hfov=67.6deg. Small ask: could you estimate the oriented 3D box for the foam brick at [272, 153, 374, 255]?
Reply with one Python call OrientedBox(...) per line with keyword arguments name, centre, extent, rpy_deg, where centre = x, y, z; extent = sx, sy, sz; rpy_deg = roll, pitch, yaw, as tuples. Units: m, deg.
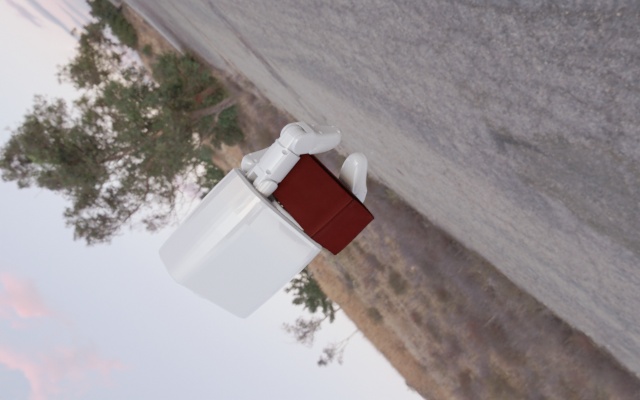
OrientedBox(name="foam brick", centre=(0.000, 0.001, 0.430), extent=(0.078, 0.051, 0.053), rpy_deg=(47, 2, 34))
